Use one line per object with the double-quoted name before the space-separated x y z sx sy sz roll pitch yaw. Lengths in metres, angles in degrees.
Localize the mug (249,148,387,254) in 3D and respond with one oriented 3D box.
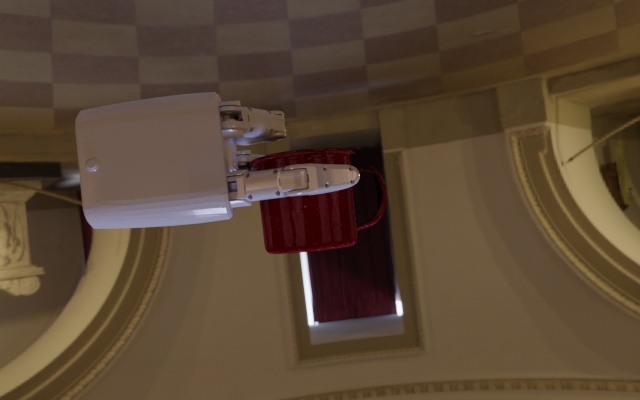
"mug" 0.002 0.001 0.420 0.117 0.081 0.093 -6 -3 -4
